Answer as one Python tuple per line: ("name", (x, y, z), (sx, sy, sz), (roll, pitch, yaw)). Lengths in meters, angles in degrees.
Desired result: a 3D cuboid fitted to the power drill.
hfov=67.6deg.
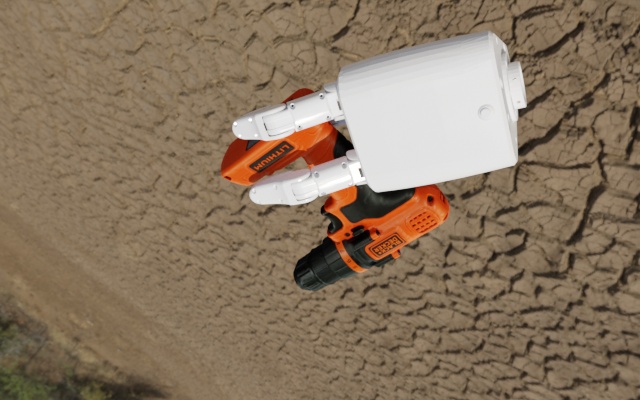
("power drill", (0.000, 0.001, 0.452), (0.184, 0.057, 0.188), (-35, -58, 24))
